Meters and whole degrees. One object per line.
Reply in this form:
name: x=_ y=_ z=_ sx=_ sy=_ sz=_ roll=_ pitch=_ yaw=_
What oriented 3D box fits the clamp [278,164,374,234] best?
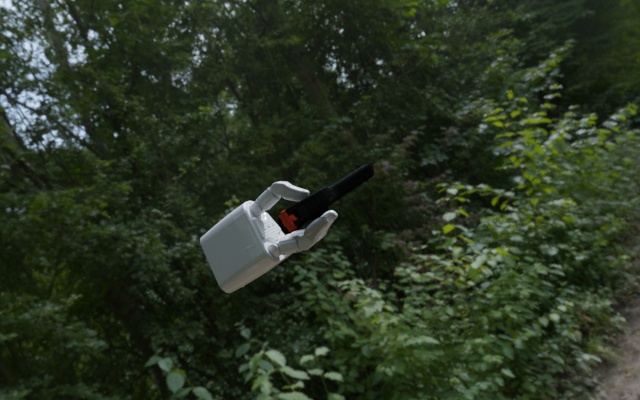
clamp: x=-0.001 y=0.002 z=0.725 sx=0.164 sy=0.036 sz=0.210 roll=-38 pitch=-4 yaw=17
